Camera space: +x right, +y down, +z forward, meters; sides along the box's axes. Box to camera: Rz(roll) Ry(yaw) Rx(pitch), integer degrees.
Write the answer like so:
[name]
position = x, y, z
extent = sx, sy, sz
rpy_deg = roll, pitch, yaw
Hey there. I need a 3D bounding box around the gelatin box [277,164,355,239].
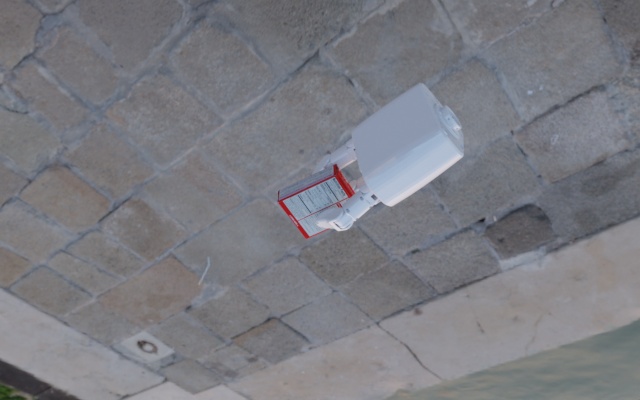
[gelatin box]
position = 0.000, 0.002, 0.622
extent = 0.089, 0.073, 0.030
rpy_deg = -25, 33, 17
